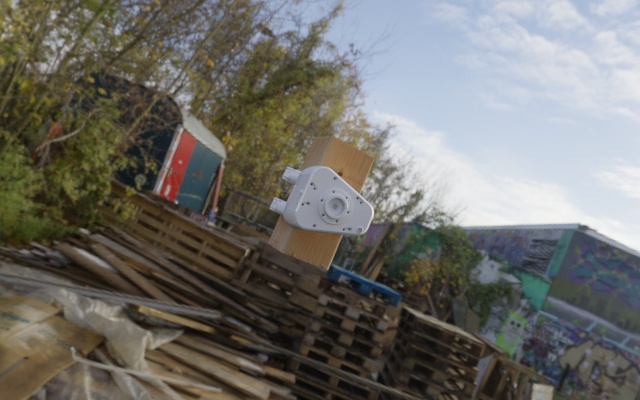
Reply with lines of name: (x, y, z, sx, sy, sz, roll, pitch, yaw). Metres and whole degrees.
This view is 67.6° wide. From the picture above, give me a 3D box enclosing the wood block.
wood block: (0.001, 0.003, 0.822, 0.091, 0.206, 0.090, 25, -4, -22)
